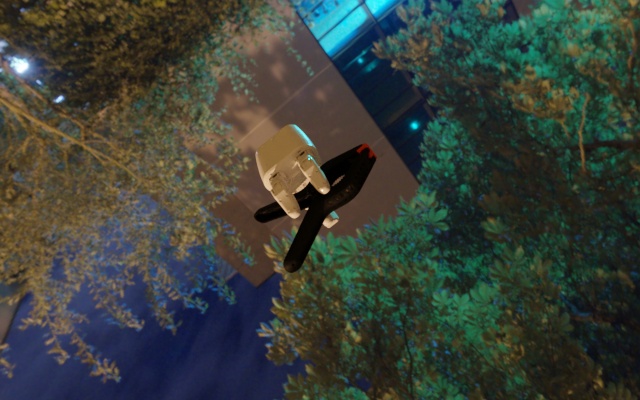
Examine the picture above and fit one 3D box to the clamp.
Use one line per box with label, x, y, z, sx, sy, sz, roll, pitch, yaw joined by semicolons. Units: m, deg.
clamp;0.001;0.002;0.691;0.036;0.210;0.164;47;7;-35
